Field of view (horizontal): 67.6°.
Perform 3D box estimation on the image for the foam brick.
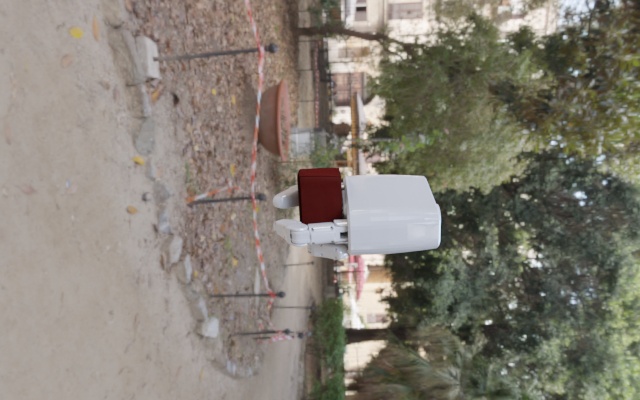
[{"bbox_3d":[0.000,0.002,0.580,0.051,0.078,0.053,-3,16,1],"label":"foam brick"}]
